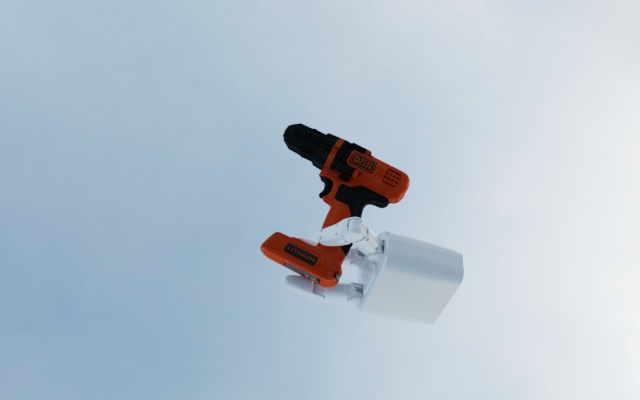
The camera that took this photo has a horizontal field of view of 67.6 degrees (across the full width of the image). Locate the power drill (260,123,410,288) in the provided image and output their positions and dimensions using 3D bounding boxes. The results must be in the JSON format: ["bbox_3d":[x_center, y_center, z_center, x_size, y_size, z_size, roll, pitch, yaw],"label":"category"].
[{"bbox_3d":[0.000,0.003,0.620,0.184,0.187,0.057,27,-17,10],"label":"power drill"}]
